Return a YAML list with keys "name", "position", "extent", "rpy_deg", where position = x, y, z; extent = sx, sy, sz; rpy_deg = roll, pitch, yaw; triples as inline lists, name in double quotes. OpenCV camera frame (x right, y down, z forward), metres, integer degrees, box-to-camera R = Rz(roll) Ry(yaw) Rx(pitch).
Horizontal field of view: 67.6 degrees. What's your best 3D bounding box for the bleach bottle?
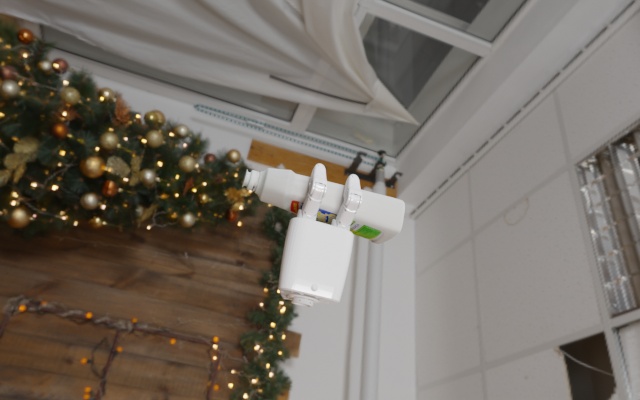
- name: "bleach bottle"
  position: [0.000, 0.002, 0.755]
  extent: [0.251, 0.068, 0.102]
  rpy_deg: [16, -19, -13]
